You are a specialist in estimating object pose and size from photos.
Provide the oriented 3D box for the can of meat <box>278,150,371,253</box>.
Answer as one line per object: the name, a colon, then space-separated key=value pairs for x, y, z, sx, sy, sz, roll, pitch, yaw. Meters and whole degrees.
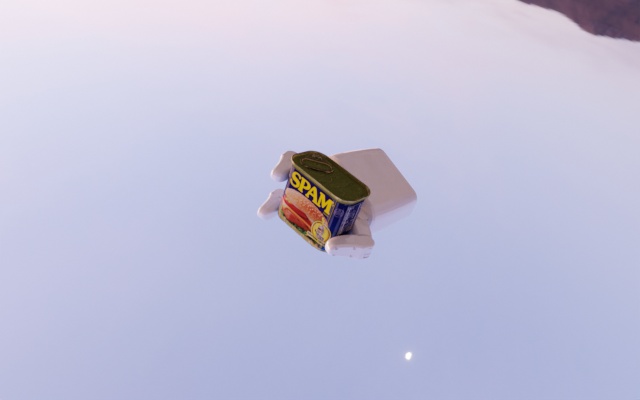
can of meat: x=0.000 y=0.002 z=0.581 sx=0.102 sy=0.084 sz=0.057 roll=39 pitch=37 yaw=27
